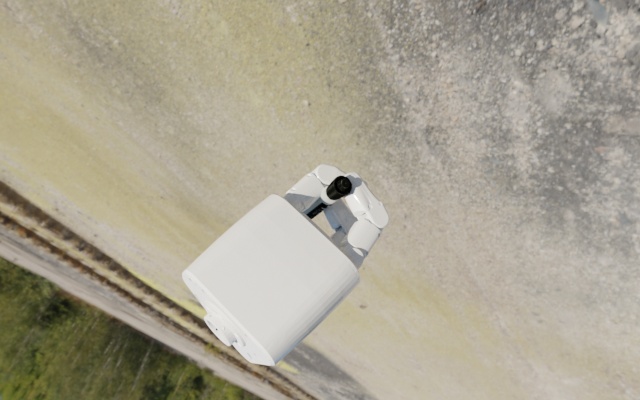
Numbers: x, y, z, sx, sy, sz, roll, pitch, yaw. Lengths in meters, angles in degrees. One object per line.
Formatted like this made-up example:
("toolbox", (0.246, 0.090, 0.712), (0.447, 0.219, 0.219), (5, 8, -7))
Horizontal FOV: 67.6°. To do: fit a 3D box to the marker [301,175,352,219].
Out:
("marker", (0.000, 0.002, 0.476), (0.020, 0.020, 0.121), (0, -16, -22))
